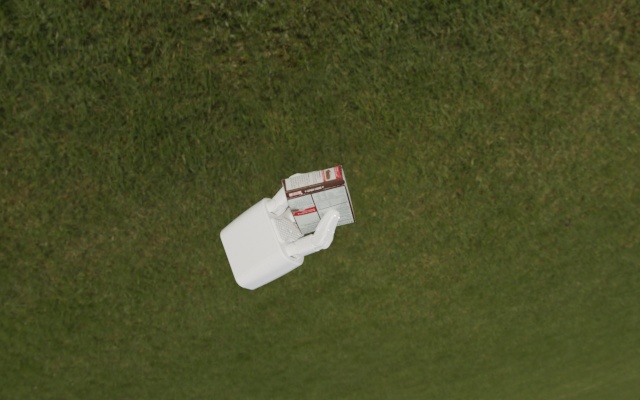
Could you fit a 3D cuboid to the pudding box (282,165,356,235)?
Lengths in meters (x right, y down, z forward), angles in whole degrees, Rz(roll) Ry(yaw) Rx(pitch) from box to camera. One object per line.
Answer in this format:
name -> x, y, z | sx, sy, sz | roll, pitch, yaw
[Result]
pudding box -> 0.000, 0.002, 0.714 | 0.090, 0.039, 0.114 | -14, -32, 3
